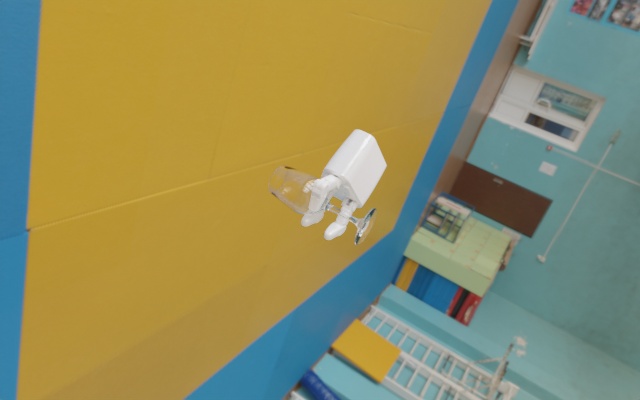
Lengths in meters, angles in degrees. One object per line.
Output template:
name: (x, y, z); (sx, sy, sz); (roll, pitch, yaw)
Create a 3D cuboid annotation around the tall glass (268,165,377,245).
tall glass: (0.001, 0.003, 0.889); (0.201, 0.079, 0.079); (28, 10, 20)
